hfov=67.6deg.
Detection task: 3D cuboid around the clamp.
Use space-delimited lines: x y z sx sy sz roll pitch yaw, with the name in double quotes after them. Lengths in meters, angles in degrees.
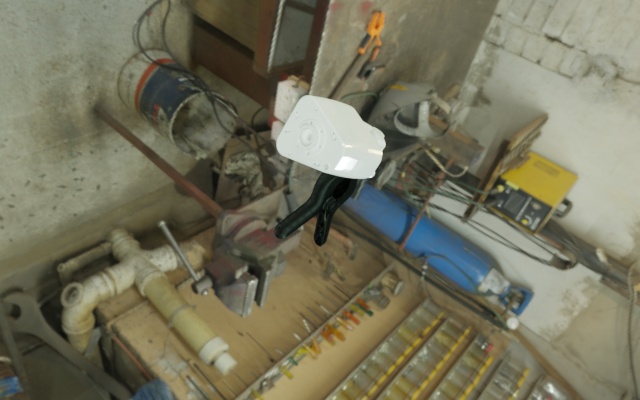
0.001 0.003 0.752 0.039 0.171 0.120 38 21 30 "clamp"
